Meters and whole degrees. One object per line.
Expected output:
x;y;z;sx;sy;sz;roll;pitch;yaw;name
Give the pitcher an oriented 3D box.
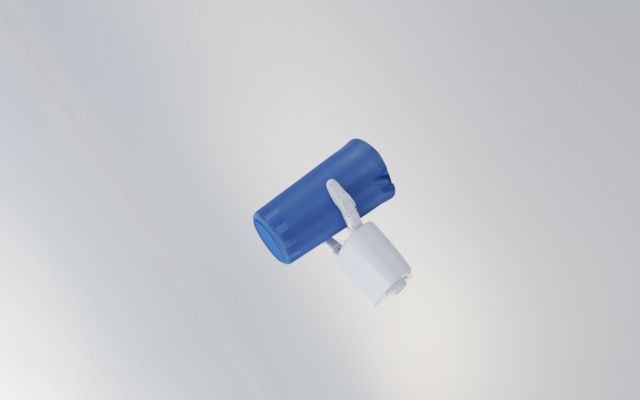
0.000;0.003;0.860;0.243;0.145;0.149;-34;-20;-19;pitcher
